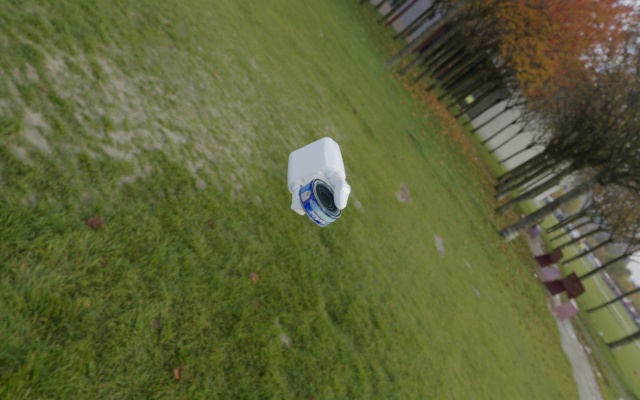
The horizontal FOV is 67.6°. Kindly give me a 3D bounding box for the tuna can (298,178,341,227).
[{"bbox_3d":[0.001,0.003,0.877,0.034,0.086,0.086,-33,-16,26],"label":"tuna can"}]
